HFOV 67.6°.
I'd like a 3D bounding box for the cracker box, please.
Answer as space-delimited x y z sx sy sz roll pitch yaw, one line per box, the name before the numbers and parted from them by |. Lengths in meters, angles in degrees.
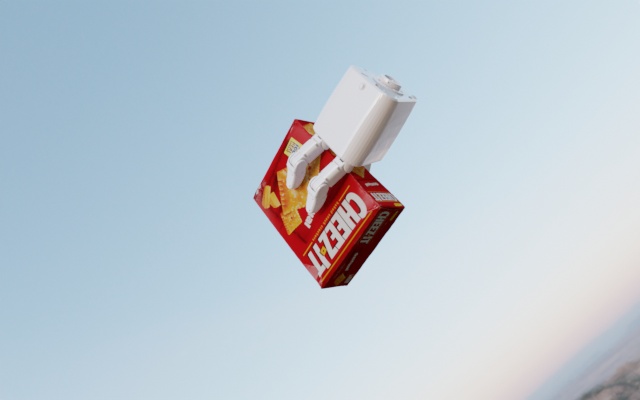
cracker box | 0.000 0.002 0.736 0.072 0.164 0.213 1 39 -47
